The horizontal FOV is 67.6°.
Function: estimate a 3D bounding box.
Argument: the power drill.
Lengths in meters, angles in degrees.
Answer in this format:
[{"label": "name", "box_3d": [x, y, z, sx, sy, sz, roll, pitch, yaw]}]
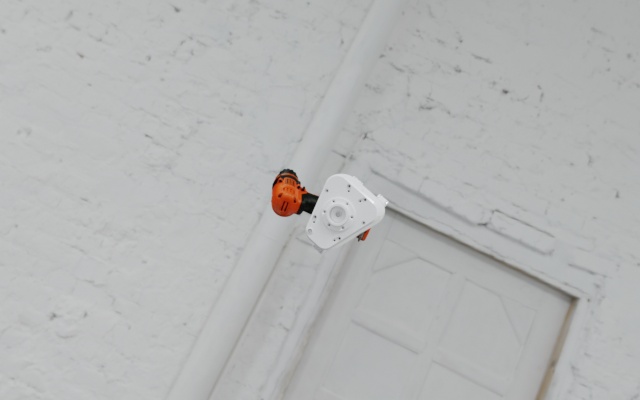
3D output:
[{"label": "power drill", "box_3d": [0.001, 0.003, 0.879, 0.187, 0.057, 0.184, 18, 19, -8]}]
